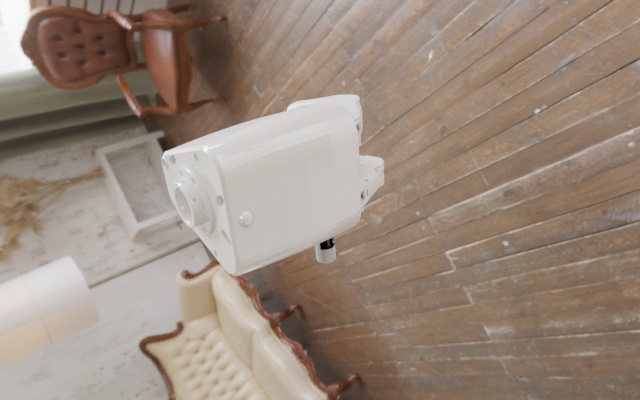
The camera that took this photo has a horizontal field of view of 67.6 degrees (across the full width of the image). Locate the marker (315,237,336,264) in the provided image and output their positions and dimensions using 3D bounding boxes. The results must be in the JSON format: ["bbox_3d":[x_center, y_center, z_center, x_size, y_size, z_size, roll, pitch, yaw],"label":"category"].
[{"bbox_3d":[0.000,0.001,0.430,0.020,0.121,0.020,-5,26,2],"label":"marker"}]
